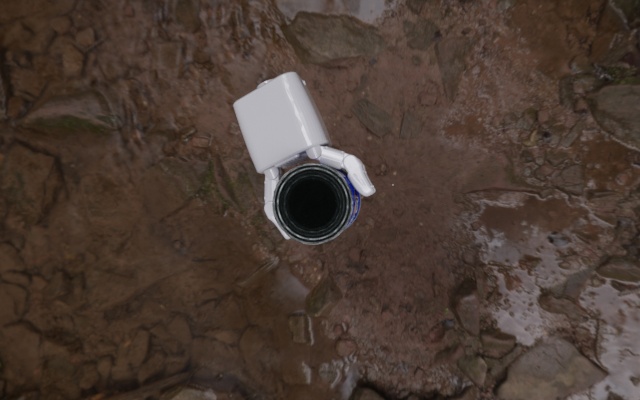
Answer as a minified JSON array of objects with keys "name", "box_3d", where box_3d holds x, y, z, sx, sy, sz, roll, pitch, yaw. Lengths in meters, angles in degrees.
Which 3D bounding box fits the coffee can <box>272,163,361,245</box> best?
[{"name":"coffee can","box_3d":[0.000,0.002,0.661,0.103,0.103,0.140,0,2,9]}]
